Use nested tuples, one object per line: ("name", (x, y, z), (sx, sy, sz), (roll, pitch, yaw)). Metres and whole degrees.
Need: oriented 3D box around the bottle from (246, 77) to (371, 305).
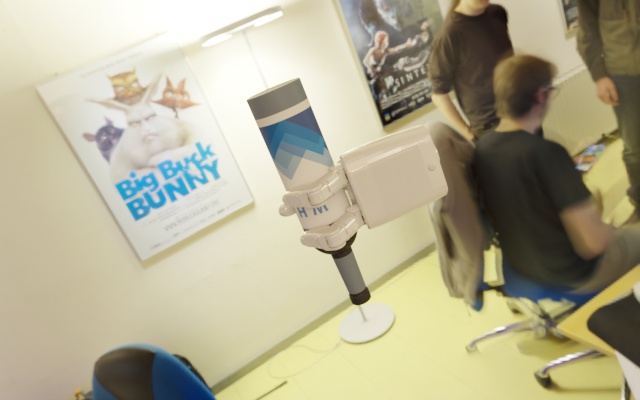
("bottle", (0.000, 0.002, 0.587), (0.069, 0.296, 0.069), (-21, 18, 7))
